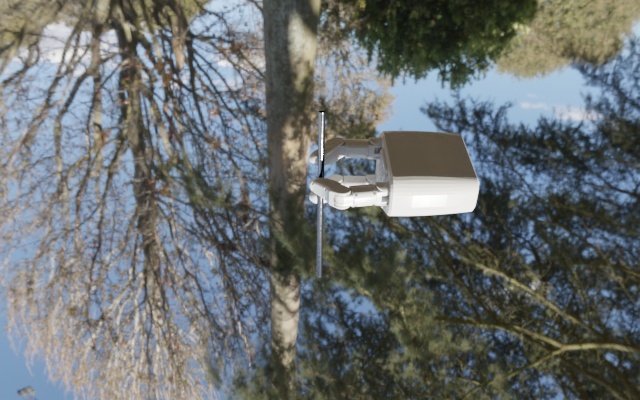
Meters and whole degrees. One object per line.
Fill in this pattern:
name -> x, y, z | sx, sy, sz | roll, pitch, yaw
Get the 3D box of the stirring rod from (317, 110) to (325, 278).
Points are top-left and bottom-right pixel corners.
stirring rod -> 0.000, 0.002, 0.607 | 0.011, 0.240, 0.011 | 1, 31, 0
